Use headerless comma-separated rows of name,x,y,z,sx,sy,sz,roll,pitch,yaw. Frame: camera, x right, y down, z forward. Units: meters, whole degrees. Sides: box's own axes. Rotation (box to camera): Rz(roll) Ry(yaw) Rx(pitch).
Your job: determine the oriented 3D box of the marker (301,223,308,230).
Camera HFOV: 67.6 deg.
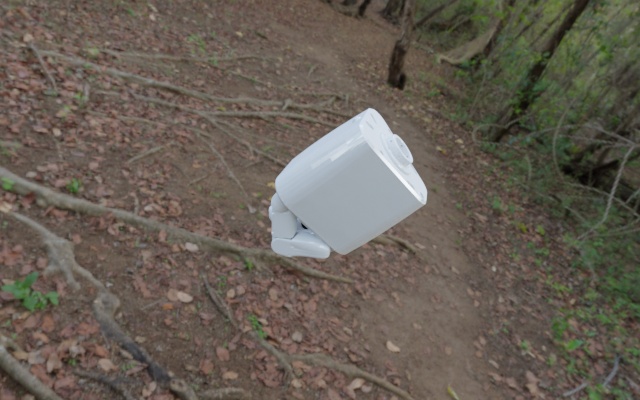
marker,0.000,0.002,0.575,0.020,0.020,0.121,0,25,15
